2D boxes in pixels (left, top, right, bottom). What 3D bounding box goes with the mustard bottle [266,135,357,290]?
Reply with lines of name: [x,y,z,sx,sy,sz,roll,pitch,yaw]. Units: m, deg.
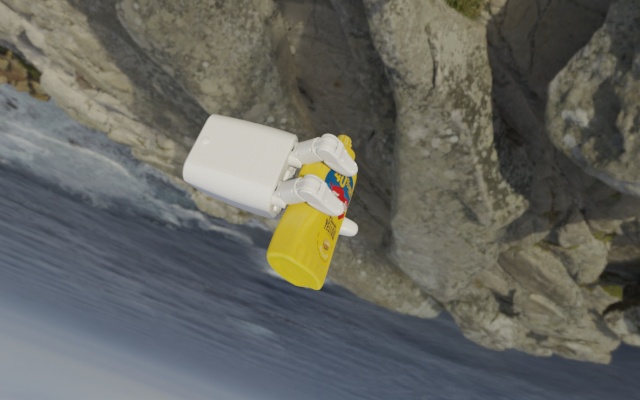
mustard bottle: [0.000,0.002,0.570,0.058,0.191,0.096,6,-29,28]
